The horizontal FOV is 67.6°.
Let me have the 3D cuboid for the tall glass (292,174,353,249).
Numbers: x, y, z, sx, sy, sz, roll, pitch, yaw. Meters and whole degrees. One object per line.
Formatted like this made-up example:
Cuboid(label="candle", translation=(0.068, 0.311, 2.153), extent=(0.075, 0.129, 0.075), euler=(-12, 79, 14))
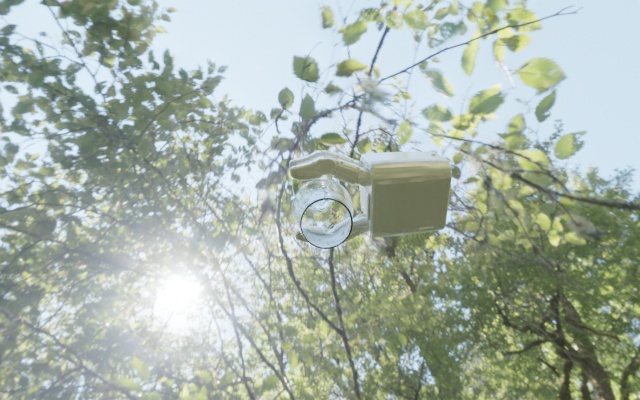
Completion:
Cuboid(label="tall glass", translation=(0.000, 0.002, 0.647), extent=(0.079, 0.079, 0.201), euler=(0, 15, -4))
